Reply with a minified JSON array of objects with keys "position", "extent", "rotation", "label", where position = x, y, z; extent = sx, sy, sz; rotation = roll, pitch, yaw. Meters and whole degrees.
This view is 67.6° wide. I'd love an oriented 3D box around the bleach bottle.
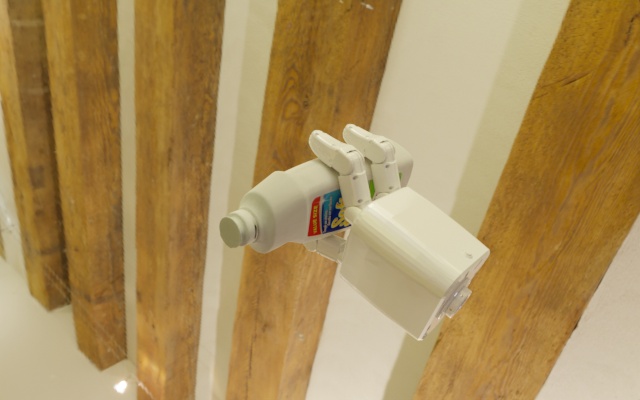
[{"position":[0.000,0.002,0.498],"extent":[0.068,0.103,0.251],"rotation":[39,37,25],"label":"bleach bottle"}]
